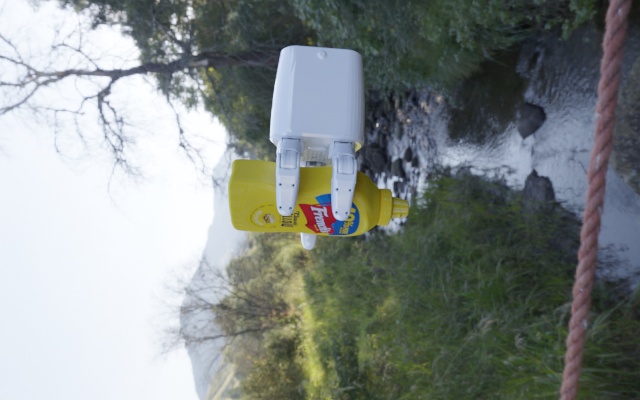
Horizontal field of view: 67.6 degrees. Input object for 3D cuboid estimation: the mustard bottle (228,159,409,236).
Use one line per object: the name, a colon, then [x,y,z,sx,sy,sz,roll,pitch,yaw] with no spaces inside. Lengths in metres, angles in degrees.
mustard bottle: [0.000,0.002,0.520,0.191,0.058,0.096,4,-37,-3]
